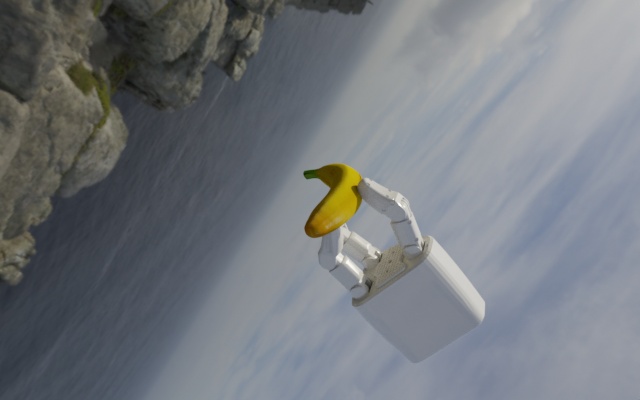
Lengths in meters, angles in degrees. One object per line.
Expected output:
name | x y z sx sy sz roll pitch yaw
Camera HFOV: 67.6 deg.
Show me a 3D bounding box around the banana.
banana | 0.017 -0.007 0.537 0.069 0.037 0.197 -25 17 6
